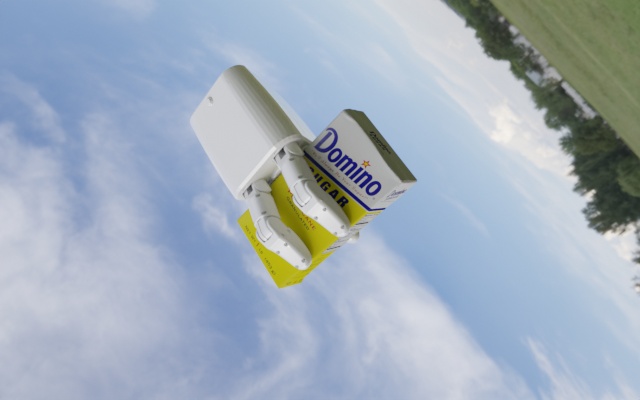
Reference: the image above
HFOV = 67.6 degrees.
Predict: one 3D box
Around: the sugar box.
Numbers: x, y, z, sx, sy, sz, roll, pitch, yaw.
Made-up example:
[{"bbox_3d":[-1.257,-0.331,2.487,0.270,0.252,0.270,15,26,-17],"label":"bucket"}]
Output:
[{"bbox_3d":[0.000,0.002,0.480,0.176,0.093,0.048,-45,-20,28],"label":"sugar box"}]
